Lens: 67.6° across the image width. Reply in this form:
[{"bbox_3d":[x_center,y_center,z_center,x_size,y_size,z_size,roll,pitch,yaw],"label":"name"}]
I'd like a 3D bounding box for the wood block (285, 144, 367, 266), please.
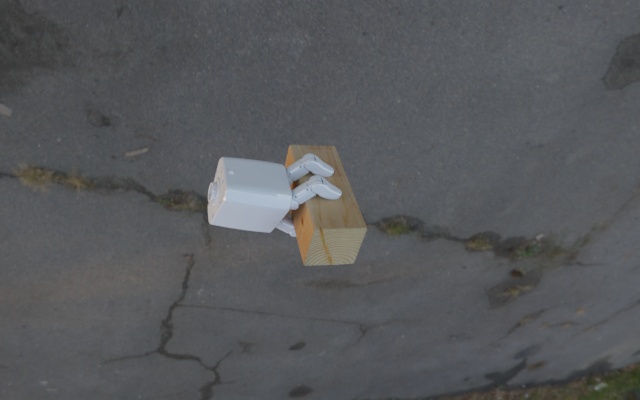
[{"bbox_3d":[0.000,0.003,0.824,0.090,0.091,0.206,0,45,-18],"label":"wood block"}]
